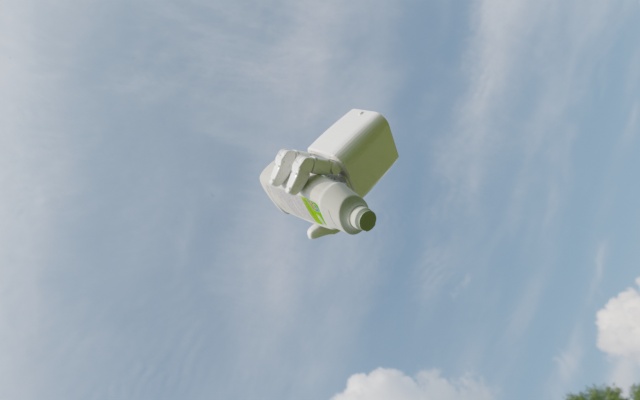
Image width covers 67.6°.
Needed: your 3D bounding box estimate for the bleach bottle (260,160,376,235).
[{"bbox_3d":[0.000,0.002,0.727,0.068,0.103,0.250,-45,33,-14],"label":"bleach bottle"}]
